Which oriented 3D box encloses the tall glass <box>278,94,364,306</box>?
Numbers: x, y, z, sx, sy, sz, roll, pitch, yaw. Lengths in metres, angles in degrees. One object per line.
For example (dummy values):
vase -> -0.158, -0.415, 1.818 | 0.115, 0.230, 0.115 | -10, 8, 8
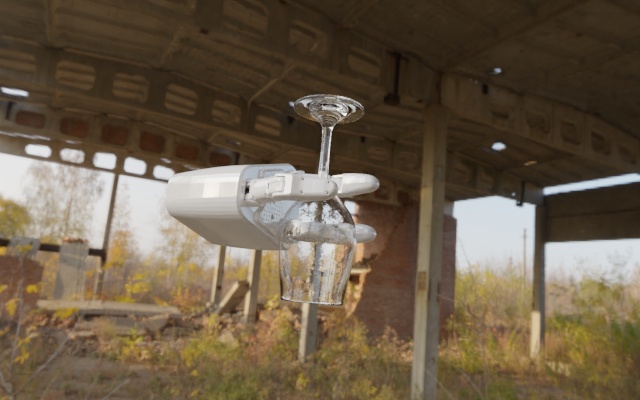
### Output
tall glass -> 0.000, 0.001, 0.481 | 0.079, 0.201, 0.079 | 5, -11, 1
